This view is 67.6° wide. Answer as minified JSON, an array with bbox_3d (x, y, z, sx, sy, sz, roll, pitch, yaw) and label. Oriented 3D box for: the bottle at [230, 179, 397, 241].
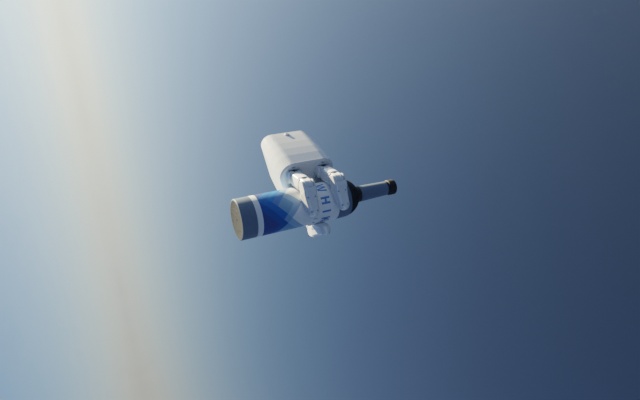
[{"bbox_3d":[0.000,0.003,0.805,0.295,0.069,0.069,-12,5,-24],"label":"bottle"}]
